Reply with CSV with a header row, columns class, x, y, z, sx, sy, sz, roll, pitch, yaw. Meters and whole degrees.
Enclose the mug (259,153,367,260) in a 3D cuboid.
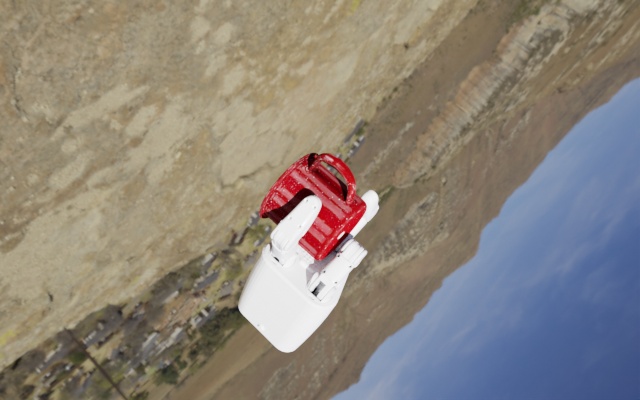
class,x,y,z,sx,sy,sz,roll,pitch,yaw
mug,0.001,0.001,0.505,0.081,0.117,0.093,41,41,12
